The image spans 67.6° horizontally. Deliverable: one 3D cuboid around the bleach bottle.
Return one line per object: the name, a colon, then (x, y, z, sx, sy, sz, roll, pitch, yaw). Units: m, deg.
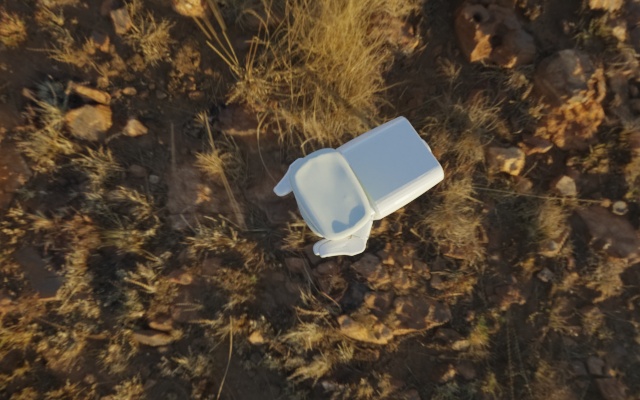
bleach bottle: (0.000, 0.002, 0.639, 0.068, 0.102, 0.251, -31, 0, -7)
